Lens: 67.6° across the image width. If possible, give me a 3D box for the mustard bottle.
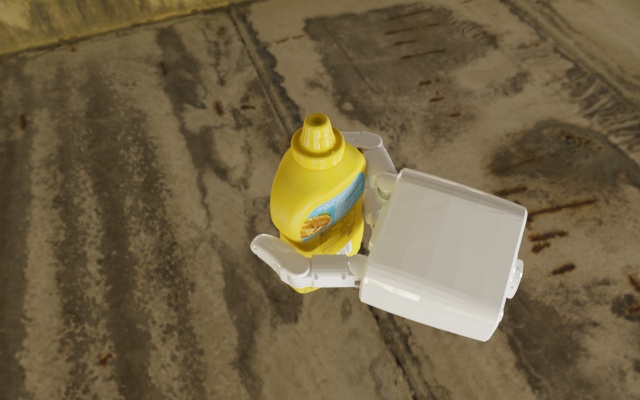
[{"bbox_3d":[0.000,0.001,0.422,0.096,0.192,0.058,-38,60,-25],"label":"mustard bottle"}]
